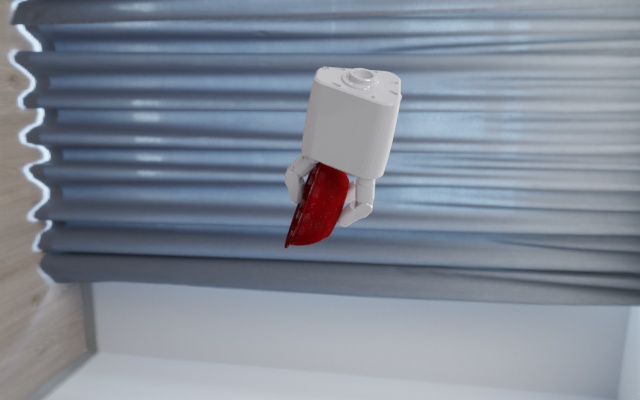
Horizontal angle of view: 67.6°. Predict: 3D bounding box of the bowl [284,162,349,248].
[{"bbox_3d":[0.000,0.003,0.697,0.055,0.162,0.162,21,-2,-6],"label":"bowl"}]
